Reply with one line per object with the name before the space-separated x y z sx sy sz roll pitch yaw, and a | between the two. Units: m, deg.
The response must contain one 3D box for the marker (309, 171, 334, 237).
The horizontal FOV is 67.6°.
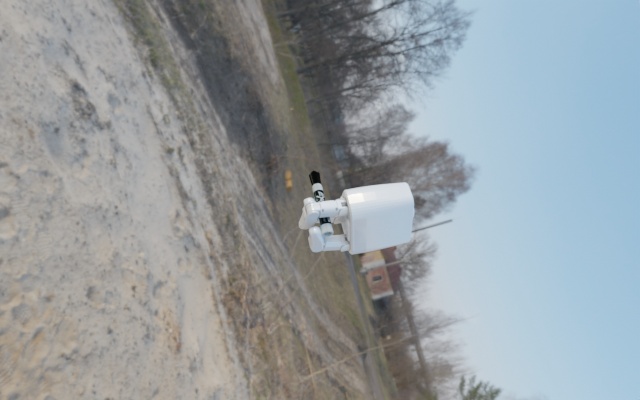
marker | 0.000 0.003 0.780 0.020 0.121 0.020 -10 -31 -6
